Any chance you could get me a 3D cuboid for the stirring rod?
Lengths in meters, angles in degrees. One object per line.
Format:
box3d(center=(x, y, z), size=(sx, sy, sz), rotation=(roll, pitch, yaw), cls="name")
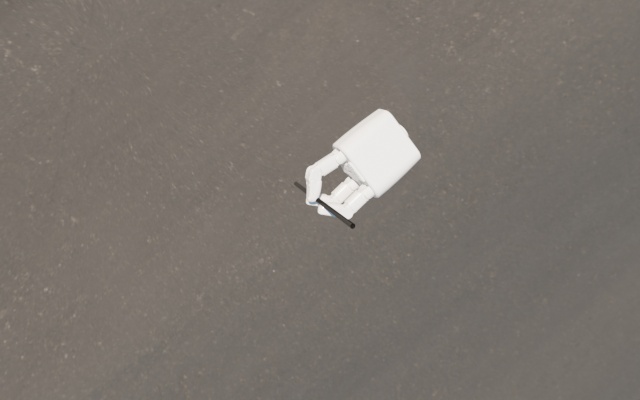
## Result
box3d(center=(0.000, 0.002, 0.786), size=(0.011, 0.011, 0.239), rotation=(0, 16, -24), cls="stirring rod")
